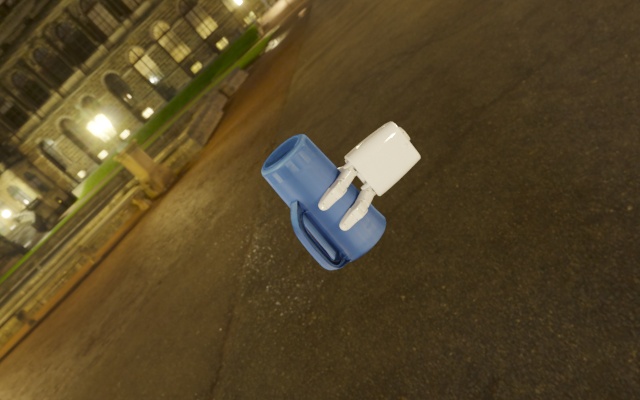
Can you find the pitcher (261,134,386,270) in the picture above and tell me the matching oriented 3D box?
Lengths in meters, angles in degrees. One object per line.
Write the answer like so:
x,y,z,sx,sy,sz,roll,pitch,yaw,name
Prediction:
0.000,0.003,0.899,0.145,0.243,0.149,-41,20,4,pitcher
